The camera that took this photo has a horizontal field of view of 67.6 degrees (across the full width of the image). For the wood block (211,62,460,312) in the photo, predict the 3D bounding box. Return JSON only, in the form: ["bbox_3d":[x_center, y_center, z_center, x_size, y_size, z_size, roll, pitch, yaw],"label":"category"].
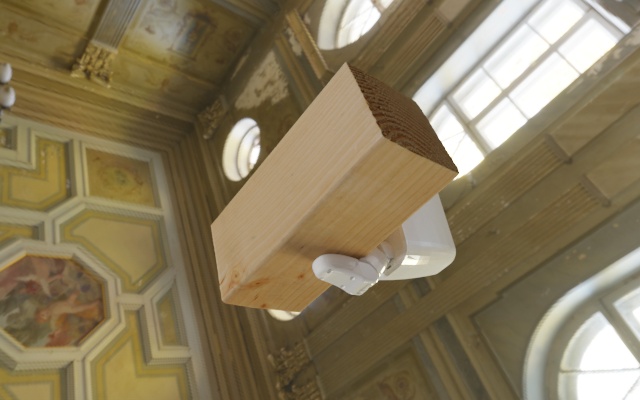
[{"bbox_3d":[0.000,0.002,0.409,0.090,0.090,0.206,18,-51,-38],"label":"wood block"}]
